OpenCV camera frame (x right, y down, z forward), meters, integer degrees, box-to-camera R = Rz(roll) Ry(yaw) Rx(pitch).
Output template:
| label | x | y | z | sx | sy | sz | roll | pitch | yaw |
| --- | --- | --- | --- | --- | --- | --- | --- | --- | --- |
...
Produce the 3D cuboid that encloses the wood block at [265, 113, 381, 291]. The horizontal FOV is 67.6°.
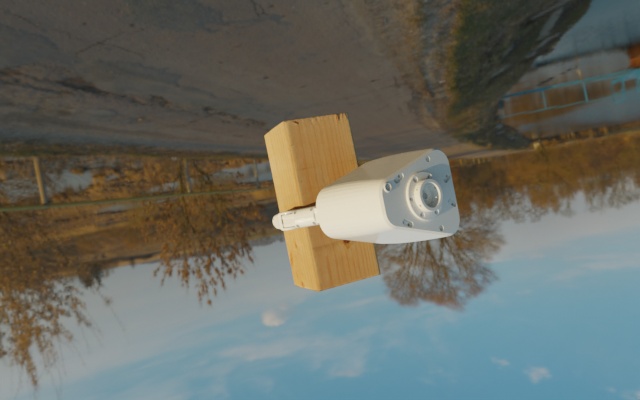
| label | x | y | z | sx | sy | sz | roll | pitch | yaw |
| --- | --- | --- | --- | --- | --- | --- | --- | --- | --- |
| wood block | 0.000 | 0.002 | 0.617 | 0.091 | 0.206 | 0.090 | -11 | 0 | -22 |
